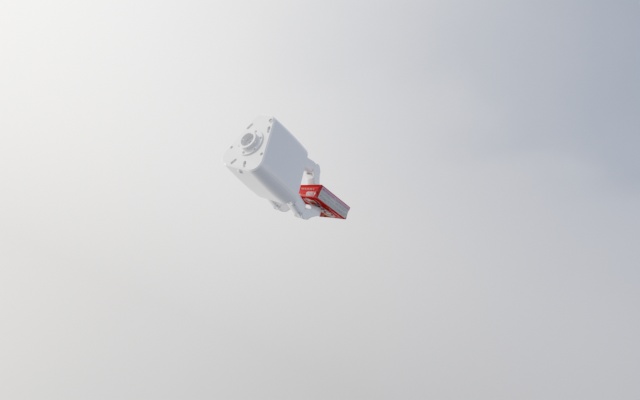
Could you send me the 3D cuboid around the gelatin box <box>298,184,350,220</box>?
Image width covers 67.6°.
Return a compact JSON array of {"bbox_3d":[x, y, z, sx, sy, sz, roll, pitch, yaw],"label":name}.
[{"bbox_3d":[0.001,0.003,0.896,0.073,0.030,0.089,3,-26,48],"label":"gelatin box"}]
